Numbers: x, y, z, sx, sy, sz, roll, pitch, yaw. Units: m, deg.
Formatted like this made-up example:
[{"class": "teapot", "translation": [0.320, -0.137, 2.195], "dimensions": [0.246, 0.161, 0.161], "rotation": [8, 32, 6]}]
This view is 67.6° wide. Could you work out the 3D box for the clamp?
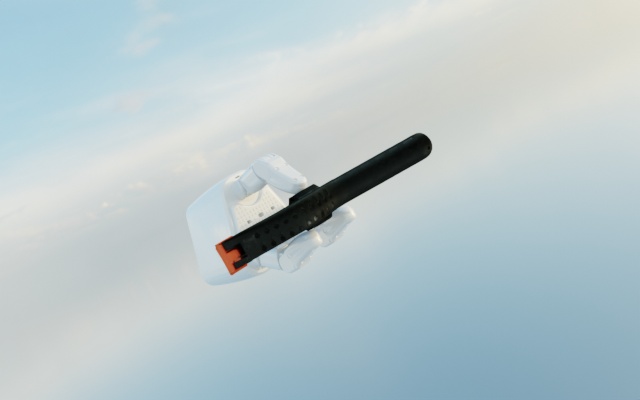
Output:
[{"class": "clamp", "translation": [-0.001, 0.001, 0.441], "dimensions": [0.210, 0.036, 0.164], "rotation": [-31, 1, -42]}]
